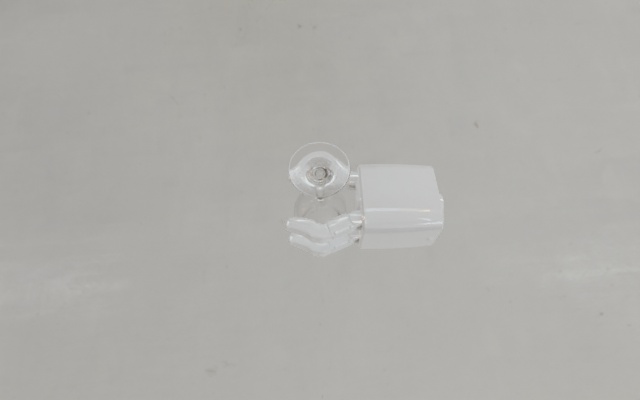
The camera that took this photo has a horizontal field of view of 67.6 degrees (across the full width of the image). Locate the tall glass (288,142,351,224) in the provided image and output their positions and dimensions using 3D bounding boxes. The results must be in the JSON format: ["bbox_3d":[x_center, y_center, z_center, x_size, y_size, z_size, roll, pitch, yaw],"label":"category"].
[{"bbox_3d":[0.000,0.002,0.656,0.079,0.079,0.201,0,-24,0],"label":"tall glass"}]
